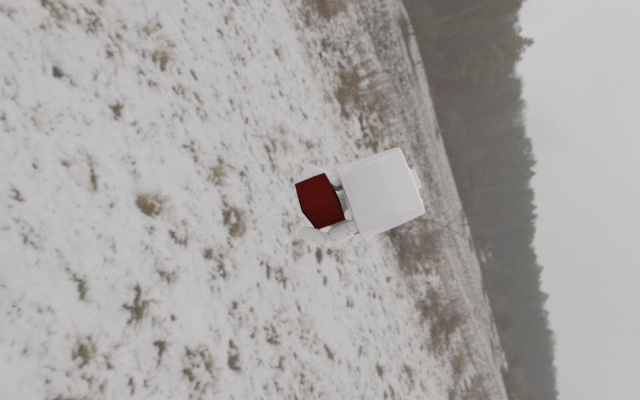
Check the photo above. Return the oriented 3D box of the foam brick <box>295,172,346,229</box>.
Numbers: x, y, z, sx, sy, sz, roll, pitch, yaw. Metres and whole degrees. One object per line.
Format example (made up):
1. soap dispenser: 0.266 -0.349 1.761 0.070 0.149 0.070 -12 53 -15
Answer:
1. foam brick: 0.000 0.002 0.736 0.051 0.053 0.078 -21 -28 7
